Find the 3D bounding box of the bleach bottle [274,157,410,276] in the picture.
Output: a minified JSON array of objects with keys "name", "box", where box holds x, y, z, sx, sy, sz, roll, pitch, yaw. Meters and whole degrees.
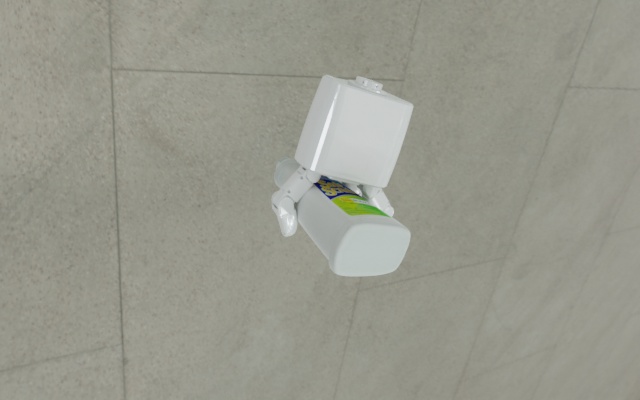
[{"name":"bleach bottle","box":[0.000,0.002,0.611,0.102,0.068,0.250,6,22,-34]}]
